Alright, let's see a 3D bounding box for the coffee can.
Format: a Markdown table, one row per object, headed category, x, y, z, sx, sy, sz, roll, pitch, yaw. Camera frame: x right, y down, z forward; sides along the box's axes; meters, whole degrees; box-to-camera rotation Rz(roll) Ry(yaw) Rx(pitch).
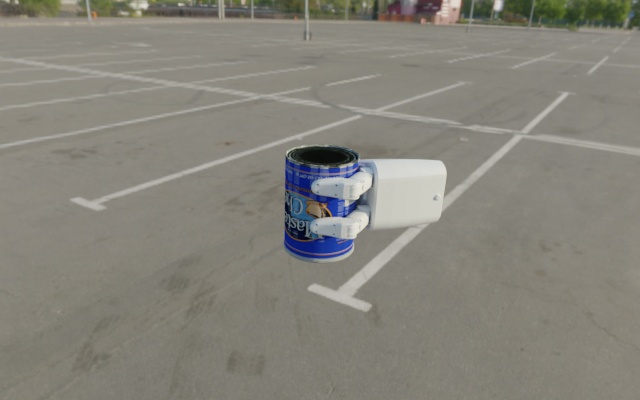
| category | x | y | z | sx | sy | sz | roll | pitch | yaw |
| --- | --- | --- | --- | --- | --- | --- | --- | --- | --- |
| coffee can | 0.000 | 0.002 | 0.671 | 0.103 | 0.140 | 0.102 | 2 | 22 | -1 |
